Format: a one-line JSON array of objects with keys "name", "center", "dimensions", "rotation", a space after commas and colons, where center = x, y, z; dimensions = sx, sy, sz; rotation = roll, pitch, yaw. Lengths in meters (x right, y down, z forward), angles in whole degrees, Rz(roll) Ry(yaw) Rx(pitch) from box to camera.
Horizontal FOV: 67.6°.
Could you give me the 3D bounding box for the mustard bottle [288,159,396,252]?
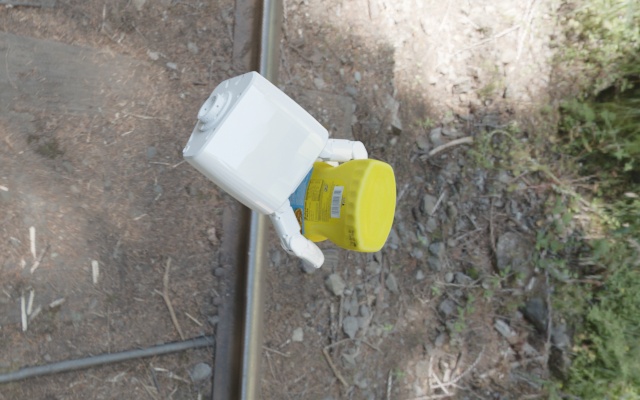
[{"name": "mustard bottle", "center": [0.001, 0.002, 0.560], "dimensions": [0.058, 0.096, 0.191], "rotation": [8, -2, -38]}]
